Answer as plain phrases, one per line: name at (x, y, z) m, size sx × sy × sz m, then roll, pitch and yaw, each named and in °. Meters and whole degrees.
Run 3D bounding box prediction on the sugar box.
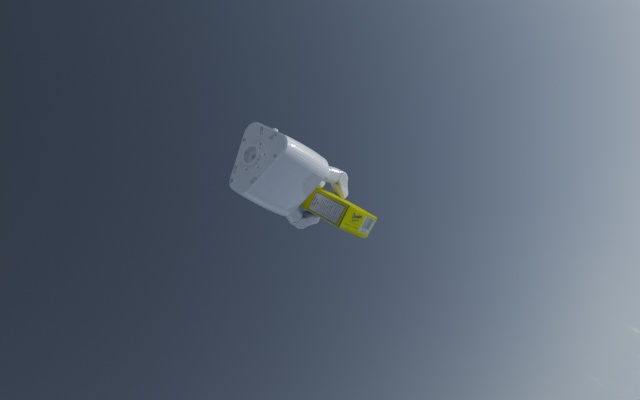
sugar box at (0.000, 0.002, 0.808) m, size 0.176 × 0.048 × 0.093 m, roll 31°, pitch 3°, yaw 37°
